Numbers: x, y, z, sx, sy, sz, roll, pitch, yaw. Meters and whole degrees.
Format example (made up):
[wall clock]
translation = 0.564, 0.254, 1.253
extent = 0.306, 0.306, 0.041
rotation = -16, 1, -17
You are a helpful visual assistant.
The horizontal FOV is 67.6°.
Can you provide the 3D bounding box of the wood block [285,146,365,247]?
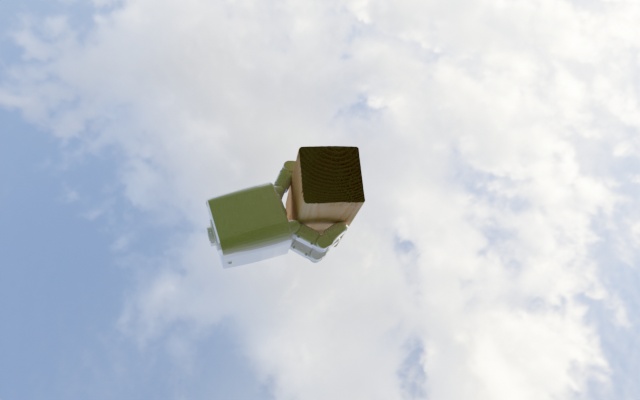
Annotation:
[wood block]
translation = 0.000, 0.002, 0.760
extent = 0.090, 0.090, 0.206
rotation = -1, -22, -11
